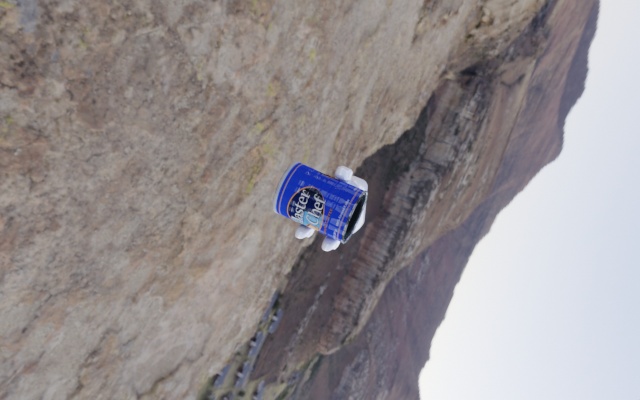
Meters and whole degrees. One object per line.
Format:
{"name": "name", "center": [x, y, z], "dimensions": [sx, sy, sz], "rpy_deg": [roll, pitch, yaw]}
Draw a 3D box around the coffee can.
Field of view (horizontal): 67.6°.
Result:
{"name": "coffee can", "center": [0.000, 0.003, 0.857], "dimensions": [0.140, 0.103, 0.103], "rpy_deg": [24, 6, 14]}
